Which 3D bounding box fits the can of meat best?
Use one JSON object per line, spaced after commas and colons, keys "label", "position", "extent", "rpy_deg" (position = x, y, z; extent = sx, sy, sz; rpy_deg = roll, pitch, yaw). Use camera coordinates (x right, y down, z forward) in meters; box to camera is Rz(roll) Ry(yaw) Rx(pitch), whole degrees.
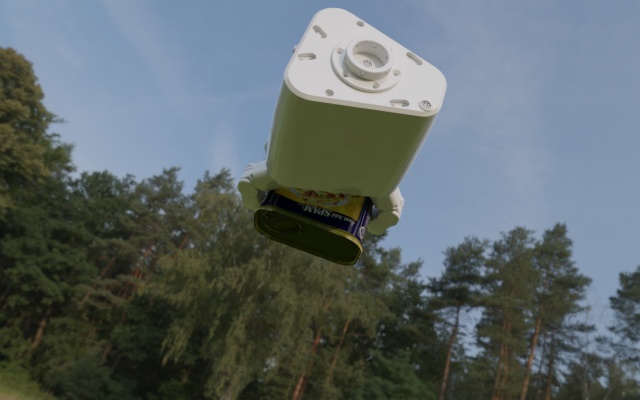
{"label": "can of meat", "position": [0.000, 0.001, 0.451], "extent": [0.102, 0.084, 0.057], "rpy_deg": [19, -30, 4]}
